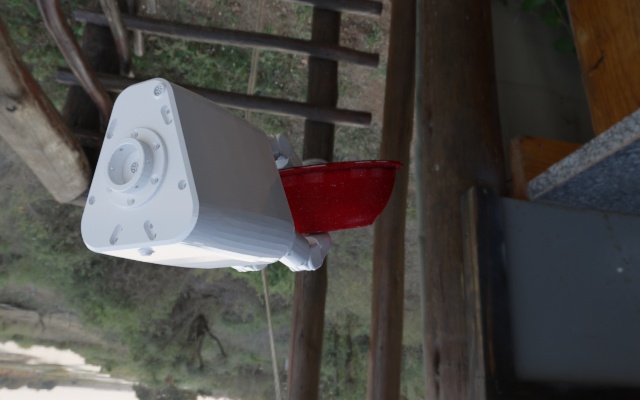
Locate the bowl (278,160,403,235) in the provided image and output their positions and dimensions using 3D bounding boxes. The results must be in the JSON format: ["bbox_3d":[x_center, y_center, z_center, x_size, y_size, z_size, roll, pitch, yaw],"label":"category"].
[{"bbox_3d":[0.001,0.002,0.453,0.162,0.055,0.162,-7,-2,0],"label":"bowl"}]
